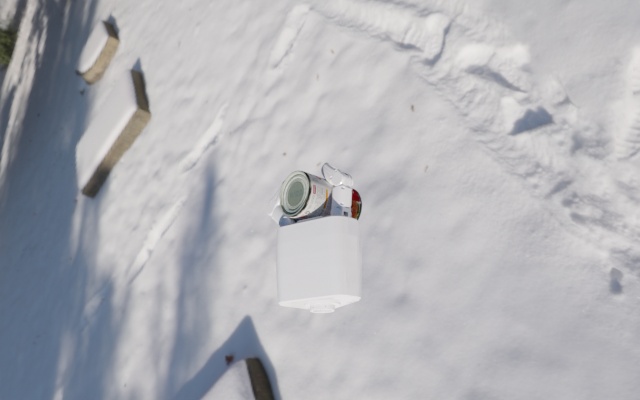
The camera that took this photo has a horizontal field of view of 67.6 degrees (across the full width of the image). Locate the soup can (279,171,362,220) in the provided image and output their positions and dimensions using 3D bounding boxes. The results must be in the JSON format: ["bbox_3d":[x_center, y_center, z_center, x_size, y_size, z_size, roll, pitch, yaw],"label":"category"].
[{"bbox_3d":[0.000,0.002,0.682,0.102,0.068,0.068,18,-11,-39],"label":"soup can"}]
